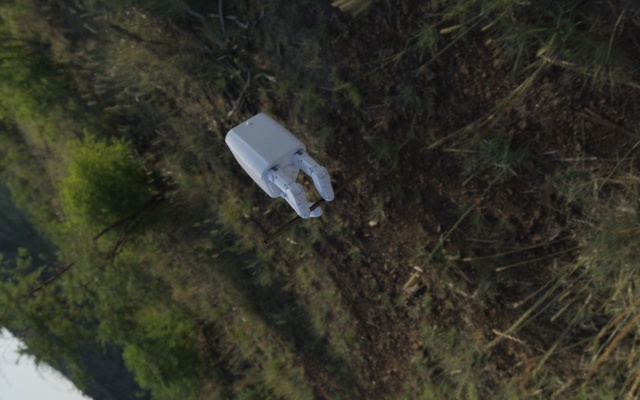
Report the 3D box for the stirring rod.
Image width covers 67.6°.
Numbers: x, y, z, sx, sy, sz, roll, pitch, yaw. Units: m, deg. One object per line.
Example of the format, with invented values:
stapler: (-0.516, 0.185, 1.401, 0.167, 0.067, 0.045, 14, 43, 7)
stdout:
stirring rod: (0.000, 0.003, 0.807, 0.239, 0.011, 0.011, -36, 18, -26)
